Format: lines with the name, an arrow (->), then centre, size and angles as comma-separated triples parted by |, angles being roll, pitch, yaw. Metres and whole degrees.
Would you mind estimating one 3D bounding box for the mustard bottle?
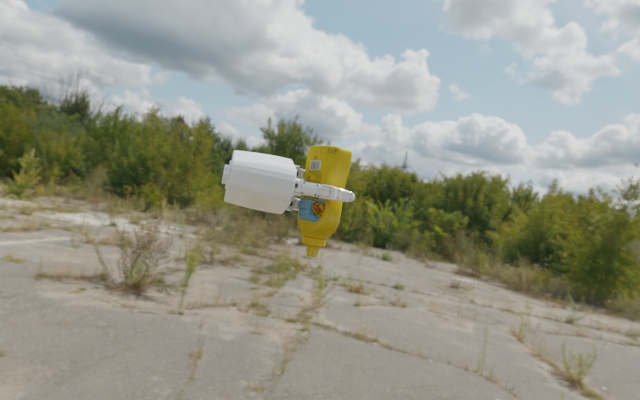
mustard bottle -> 0.000, 0.003, 0.831 | 0.058, 0.191, 0.096 | 11, -2, -36
